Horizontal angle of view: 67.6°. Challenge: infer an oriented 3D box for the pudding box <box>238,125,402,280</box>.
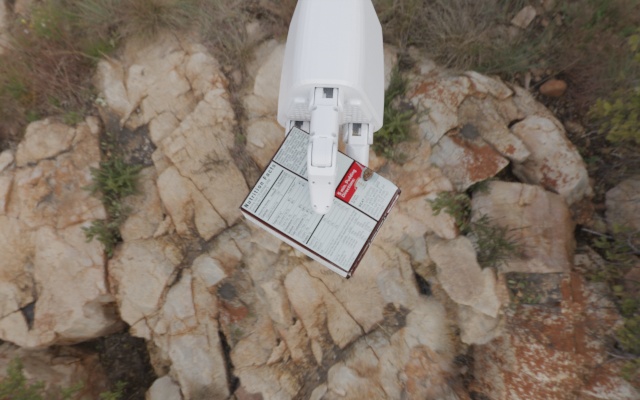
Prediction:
[{"bbox_3d":[0.000,0.001,0.414,0.113,0.090,0.039,30,-10,10],"label":"pudding box"}]
